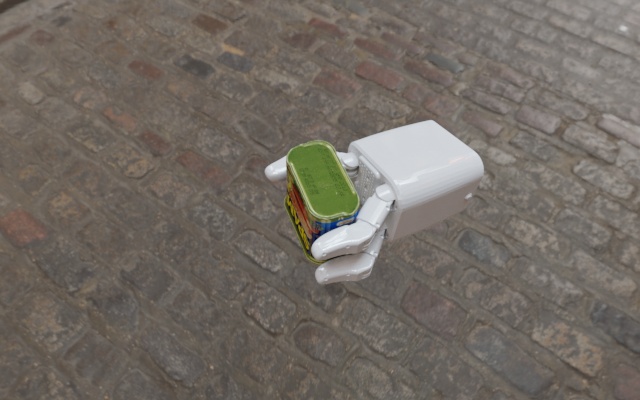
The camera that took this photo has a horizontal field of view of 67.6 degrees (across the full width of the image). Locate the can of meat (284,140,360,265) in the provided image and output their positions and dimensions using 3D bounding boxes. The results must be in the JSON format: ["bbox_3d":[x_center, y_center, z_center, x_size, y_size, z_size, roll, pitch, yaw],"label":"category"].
[{"bbox_3d":[0.000,0.001,0.493,0.057,0.102,0.084,-16,-33,-14],"label":"can of meat"}]
